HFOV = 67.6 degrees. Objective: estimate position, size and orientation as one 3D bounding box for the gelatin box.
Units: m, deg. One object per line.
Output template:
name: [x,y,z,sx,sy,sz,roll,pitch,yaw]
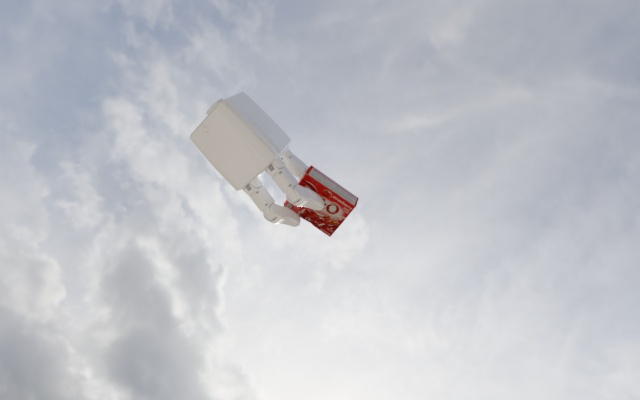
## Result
gelatin box: [0.001,0.002,0.713,0.089,0.073,0.030,34,35,-5]
